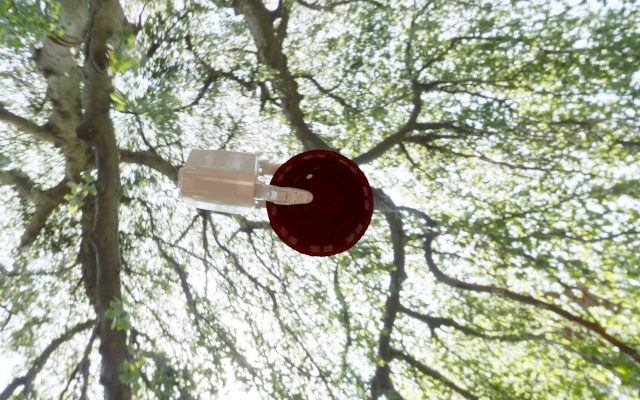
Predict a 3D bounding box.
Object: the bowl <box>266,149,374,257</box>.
[{"bbox_3d":[0.001,0.003,0.732,0.162,0.162,0.055,0,7,4],"label":"bowl"}]
